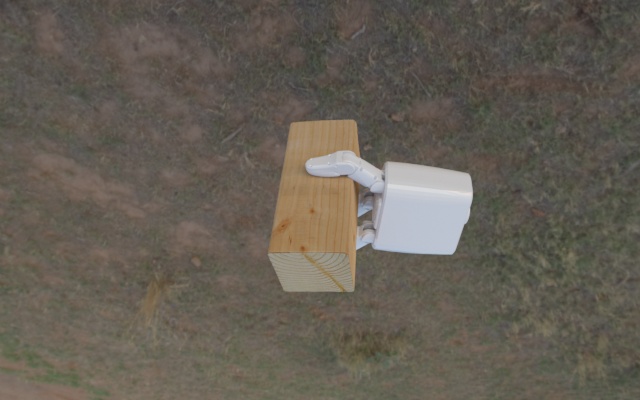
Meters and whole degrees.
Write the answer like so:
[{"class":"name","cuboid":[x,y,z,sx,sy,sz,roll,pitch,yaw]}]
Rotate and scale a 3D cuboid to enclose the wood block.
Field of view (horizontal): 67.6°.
[{"class":"wood block","cuboid":[0.000,0.002,0.606,0.090,0.206,0.091,-1,-38,9]}]
